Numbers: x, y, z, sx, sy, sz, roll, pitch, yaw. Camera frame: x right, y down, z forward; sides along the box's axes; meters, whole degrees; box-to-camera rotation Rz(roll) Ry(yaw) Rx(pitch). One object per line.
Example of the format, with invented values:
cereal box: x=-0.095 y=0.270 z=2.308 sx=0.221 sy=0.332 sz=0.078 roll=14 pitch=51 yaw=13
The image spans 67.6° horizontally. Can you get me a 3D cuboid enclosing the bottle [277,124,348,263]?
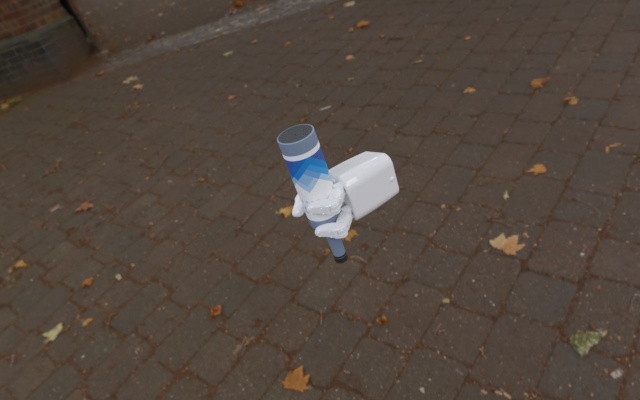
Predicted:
bottle: x=0.000 y=0.003 z=0.888 sx=0.069 sy=0.296 sz=0.069 roll=-14 pitch=34 yaw=10
